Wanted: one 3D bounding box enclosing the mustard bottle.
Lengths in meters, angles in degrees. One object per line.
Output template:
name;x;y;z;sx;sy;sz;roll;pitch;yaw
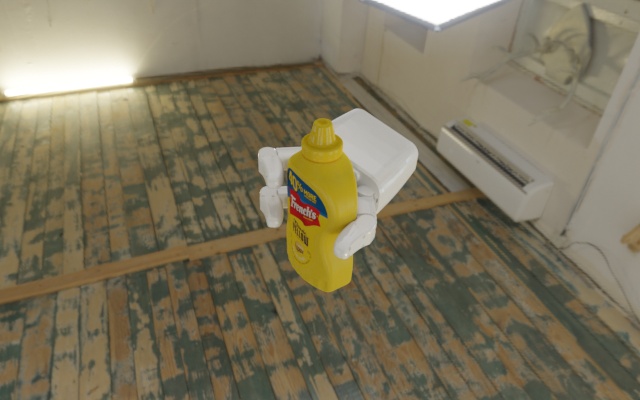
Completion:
mustard bottle;0.000;0.002;0.510;0.058;0.192;0.096;-19;42;-26
